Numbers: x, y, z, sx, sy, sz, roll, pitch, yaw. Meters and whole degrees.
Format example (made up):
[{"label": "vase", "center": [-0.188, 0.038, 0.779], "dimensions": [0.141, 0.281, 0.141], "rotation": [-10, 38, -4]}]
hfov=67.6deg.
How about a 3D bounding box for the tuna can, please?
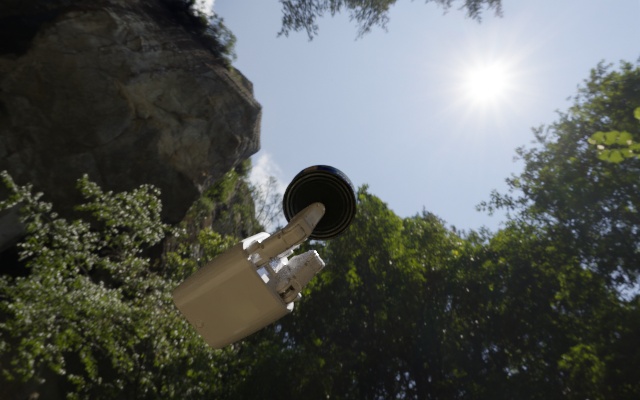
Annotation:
[{"label": "tuna can", "center": [0.000, 0.002, 0.562], "dimensions": [0.086, 0.086, 0.033], "rotation": [0, 17, 6]}]
